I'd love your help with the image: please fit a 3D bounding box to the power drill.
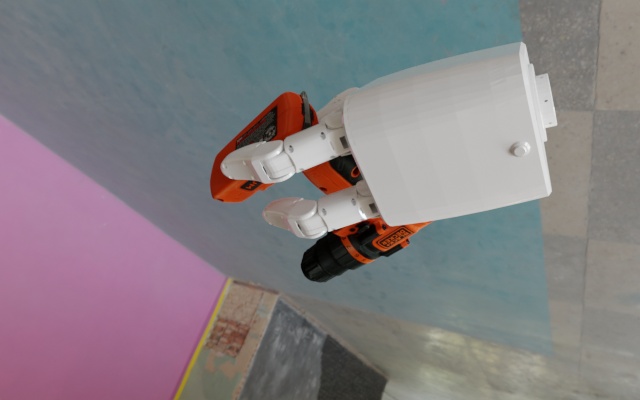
[{"bbox_3d":[0.000,0.001,0.426,0.188,0.057,0.184,29,-53,-35],"label":"power drill"}]
